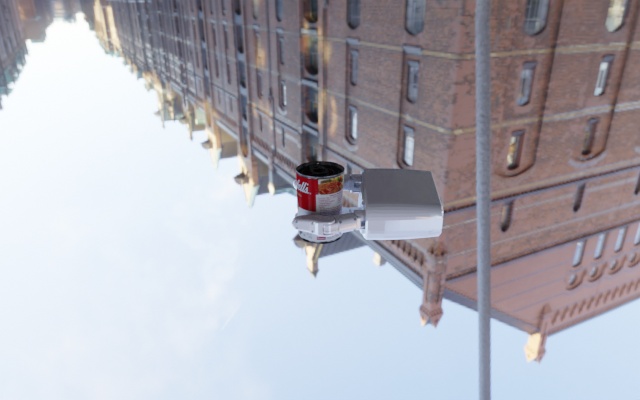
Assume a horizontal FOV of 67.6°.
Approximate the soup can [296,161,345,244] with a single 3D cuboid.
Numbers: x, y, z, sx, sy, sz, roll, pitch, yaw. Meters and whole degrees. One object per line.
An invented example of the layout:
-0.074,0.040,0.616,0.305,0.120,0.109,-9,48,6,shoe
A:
0.000,0.003,0.681,0.068,0.102,0.068,0,23,0,soup can
